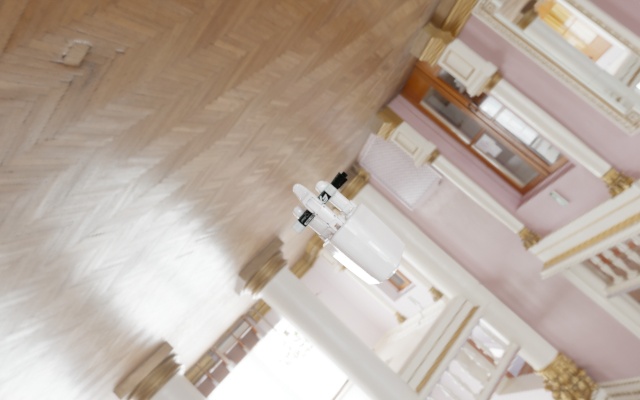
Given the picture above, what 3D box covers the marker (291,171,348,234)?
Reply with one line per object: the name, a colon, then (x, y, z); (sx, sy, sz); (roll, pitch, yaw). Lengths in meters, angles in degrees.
marker: (0.000, 0.002, 0.754); (0.020, 0.121, 0.020); (41, 5, -4)
